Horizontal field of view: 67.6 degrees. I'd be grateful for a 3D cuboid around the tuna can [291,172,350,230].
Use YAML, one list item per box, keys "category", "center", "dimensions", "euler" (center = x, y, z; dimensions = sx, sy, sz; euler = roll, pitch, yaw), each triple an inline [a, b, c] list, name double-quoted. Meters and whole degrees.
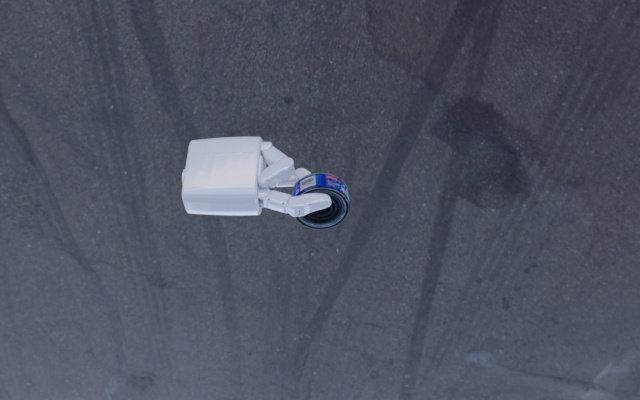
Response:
- category: "tuna can"
  center: [0.000, 0.003, 0.701]
  dimensions: [0.086, 0.086, 0.033]
  euler: [0, 41, -3]
